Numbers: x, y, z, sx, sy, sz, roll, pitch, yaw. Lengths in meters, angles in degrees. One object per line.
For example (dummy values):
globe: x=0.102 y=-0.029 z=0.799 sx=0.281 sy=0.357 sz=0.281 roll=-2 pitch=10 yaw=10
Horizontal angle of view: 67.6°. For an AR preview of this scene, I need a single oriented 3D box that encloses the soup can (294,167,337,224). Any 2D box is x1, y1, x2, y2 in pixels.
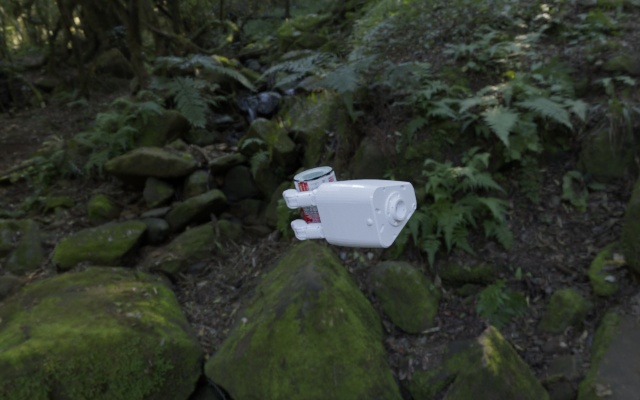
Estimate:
soup can: x=0.000 y=0.002 z=0.791 sx=0.068 sy=0.102 sz=0.068 roll=-14 pitch=16 yaw=4
